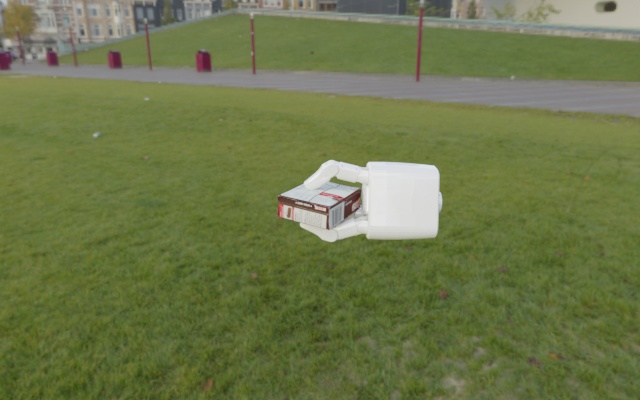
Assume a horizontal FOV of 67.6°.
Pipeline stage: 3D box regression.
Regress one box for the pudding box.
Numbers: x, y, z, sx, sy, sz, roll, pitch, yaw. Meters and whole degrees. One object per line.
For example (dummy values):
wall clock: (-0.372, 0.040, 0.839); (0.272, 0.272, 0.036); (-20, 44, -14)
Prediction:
pudding box: (0.000, 0.002, 0.732); (0.090, 0.039, 0.113); (12, 20, 26)
